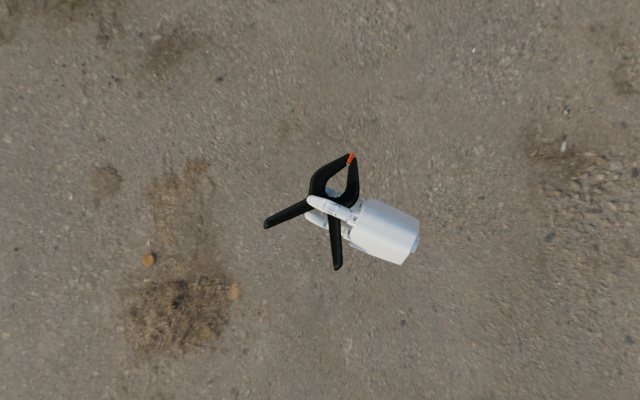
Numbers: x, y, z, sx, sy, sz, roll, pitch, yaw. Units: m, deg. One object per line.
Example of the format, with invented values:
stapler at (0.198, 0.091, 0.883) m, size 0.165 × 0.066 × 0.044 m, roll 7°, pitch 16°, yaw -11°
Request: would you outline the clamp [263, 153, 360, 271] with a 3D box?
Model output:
clamp at (0.000, 0.002, 0.879) m, size 0.164 × 0.210 × 0.036 m, roll 23°, pitch -2°, yaw 7°
